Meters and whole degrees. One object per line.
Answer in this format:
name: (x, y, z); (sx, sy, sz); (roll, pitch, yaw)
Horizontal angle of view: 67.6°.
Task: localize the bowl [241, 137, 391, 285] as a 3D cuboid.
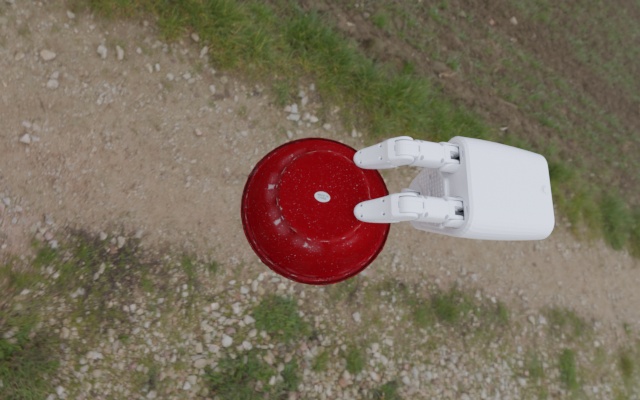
bowl: (-0.001, 0.002, 0.481); (0.162, 0.162, 0.055); (0, -15, -7)
